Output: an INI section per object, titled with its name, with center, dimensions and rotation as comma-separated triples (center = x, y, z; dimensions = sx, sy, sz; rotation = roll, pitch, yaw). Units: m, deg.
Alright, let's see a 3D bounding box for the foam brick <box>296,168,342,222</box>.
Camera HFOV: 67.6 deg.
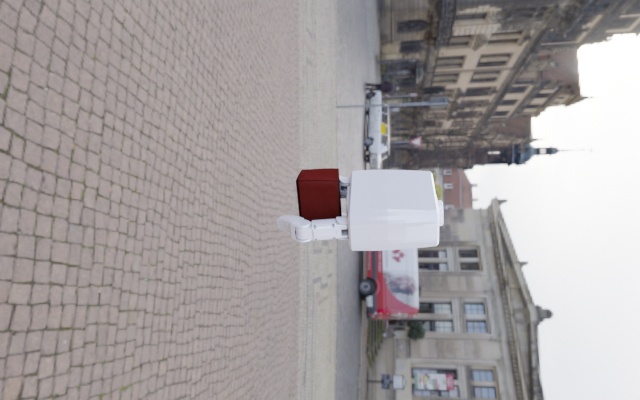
[foam brick]
center = 0.000, 0.002, 0.613
dimensions = 0.051, 0.078, 0.053
rotation = -2, 21, 7
